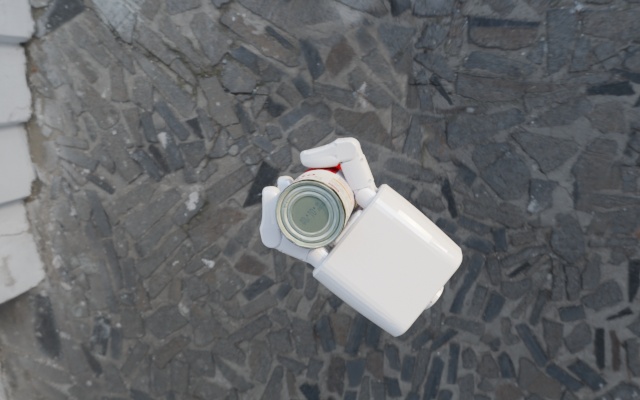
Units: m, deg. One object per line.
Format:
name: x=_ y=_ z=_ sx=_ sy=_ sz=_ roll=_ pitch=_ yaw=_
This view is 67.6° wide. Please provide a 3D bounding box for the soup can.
soup can: x=0.000 y=0.001 z=0.479 sx=0.068 sy=0.068 sz=0.102 roll=0 pitch=14 yaw=12
